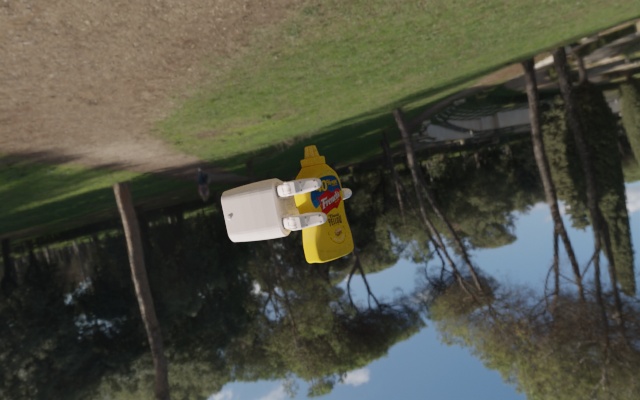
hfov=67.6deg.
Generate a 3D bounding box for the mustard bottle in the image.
[{"bbox_3d":[0.000,0.003,0.806,0.058,0.191,0.096,-9,3,44],"label":"mustard bottle"}]
